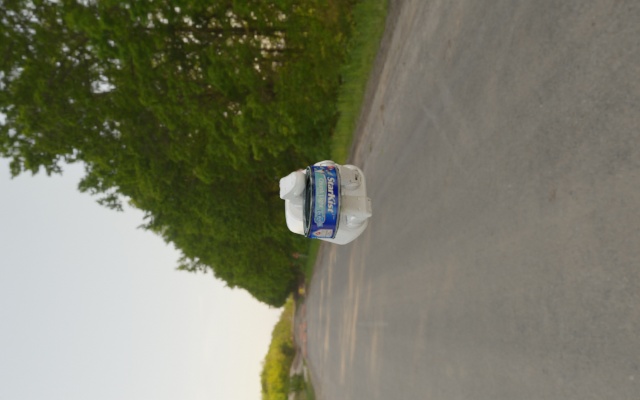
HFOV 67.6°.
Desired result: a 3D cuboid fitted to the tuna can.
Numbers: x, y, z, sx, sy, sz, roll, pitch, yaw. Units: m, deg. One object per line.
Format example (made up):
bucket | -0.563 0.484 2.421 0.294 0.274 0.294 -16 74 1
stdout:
tuna can | 0.000 0.002 0.555 0.034 0.086 0.086 2 0 -8
